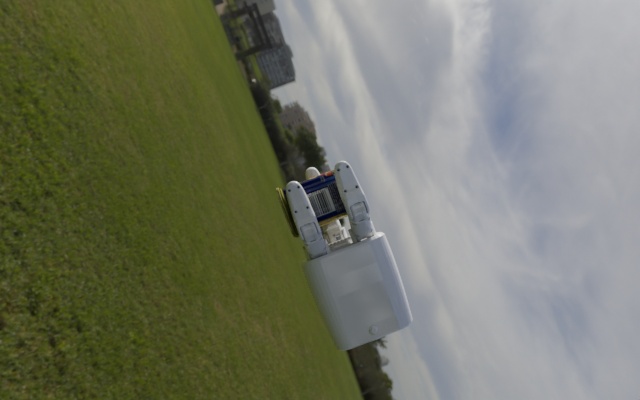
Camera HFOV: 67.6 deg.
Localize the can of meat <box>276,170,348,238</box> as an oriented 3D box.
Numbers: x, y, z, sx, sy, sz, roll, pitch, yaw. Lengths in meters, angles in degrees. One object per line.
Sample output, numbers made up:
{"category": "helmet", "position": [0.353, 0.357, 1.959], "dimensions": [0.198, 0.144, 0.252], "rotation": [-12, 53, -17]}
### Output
{"category": "can of meat", "position": [0.000, 0.002, 0.551], "dimensions": [0.084, 0.057, 0.102], "rotation": [-20, -4, -1]}
